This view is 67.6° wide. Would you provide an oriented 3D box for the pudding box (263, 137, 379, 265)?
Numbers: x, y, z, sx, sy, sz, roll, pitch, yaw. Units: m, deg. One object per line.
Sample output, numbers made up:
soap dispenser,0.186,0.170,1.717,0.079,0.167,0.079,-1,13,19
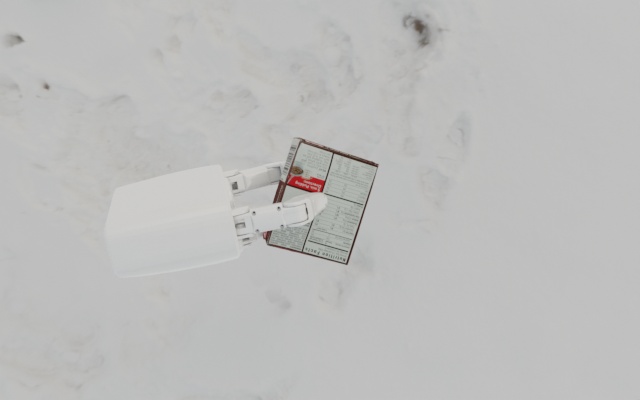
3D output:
pudding box,0.000,0.002,0.492,0.090,0.113,0.039,17,6,-15
